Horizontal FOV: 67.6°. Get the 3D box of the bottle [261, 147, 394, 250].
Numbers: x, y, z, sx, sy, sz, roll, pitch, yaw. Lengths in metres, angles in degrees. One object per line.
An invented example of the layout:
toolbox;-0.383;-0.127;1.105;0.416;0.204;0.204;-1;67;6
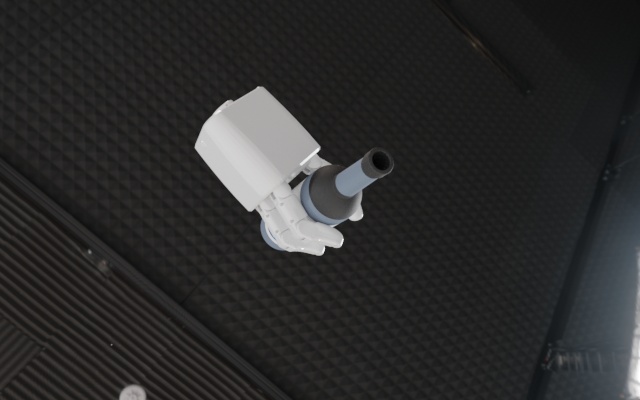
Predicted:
bottle;0.000;0.002;0.576;0.069;0.069;0.296;0;-15;-24
